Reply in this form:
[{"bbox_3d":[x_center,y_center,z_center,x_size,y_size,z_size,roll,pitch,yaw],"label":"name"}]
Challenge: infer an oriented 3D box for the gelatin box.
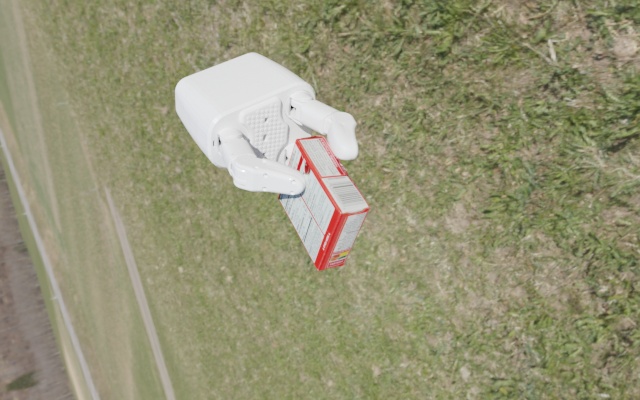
[{"bbox_3d":[0.000,0.002,0.400,0.030,0.089,0.073,-10,-40,-28],"label":"gelatin box"}]
